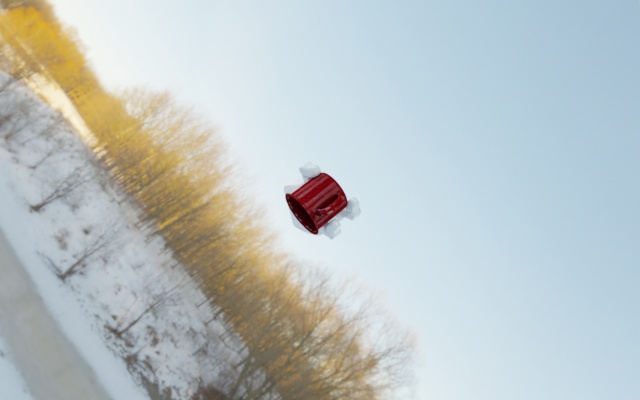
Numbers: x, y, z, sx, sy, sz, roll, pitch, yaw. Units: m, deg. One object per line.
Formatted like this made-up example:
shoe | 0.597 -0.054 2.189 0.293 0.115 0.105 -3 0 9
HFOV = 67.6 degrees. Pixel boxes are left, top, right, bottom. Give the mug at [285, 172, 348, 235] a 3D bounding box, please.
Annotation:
mug | 0.001 0.003 0.862 0.081 0.093 0.117 -38 18 -18
